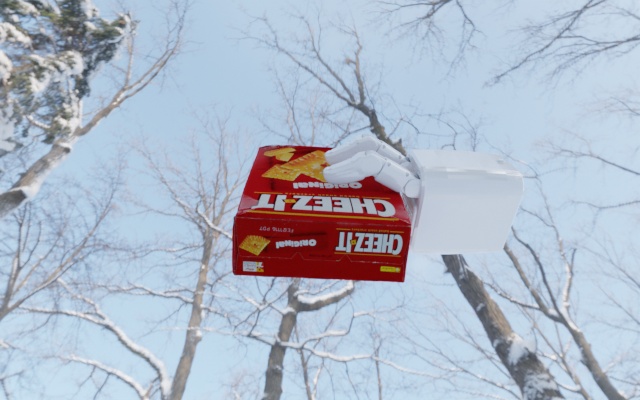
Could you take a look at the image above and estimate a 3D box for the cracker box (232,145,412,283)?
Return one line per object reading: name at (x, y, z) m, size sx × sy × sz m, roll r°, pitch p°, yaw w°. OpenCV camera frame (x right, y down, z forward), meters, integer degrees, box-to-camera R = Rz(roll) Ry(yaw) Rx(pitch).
cracker box at (0.000, 0.002, 0.530) m, size 0.164 × 0.072 × 0.213 m, roll 2°, pitch 23°, yaw -2°
